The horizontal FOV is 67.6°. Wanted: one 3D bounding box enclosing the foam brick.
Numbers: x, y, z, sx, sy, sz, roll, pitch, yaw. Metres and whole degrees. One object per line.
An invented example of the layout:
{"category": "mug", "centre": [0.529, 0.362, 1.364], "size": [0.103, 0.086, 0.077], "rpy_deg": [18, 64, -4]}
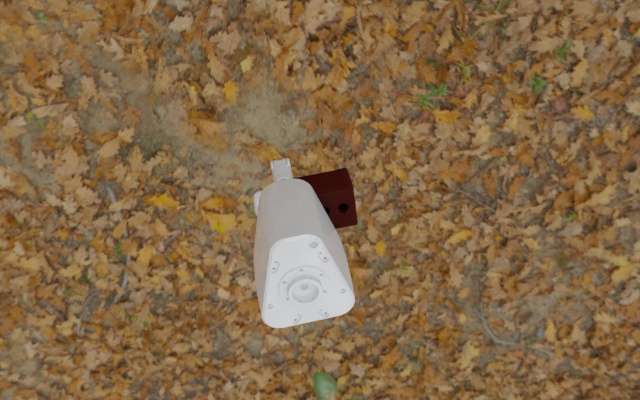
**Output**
{"category": "foam brick", "centre": [0.000, 0.002, 0.557], "size": [0.078, 0.053, 0.051], "rpy_deg": [-12, 30, -4]}
